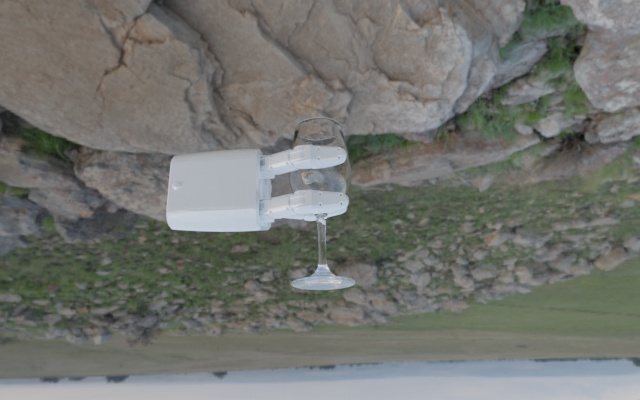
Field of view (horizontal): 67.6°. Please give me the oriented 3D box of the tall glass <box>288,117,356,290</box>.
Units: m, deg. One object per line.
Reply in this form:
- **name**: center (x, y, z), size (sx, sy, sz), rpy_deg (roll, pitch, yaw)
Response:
- **tall glass**: center (0.000, 0.003, 0.578), size (0.079, 0.201, 0.079), rpy_deg (-1, -20, 0)
